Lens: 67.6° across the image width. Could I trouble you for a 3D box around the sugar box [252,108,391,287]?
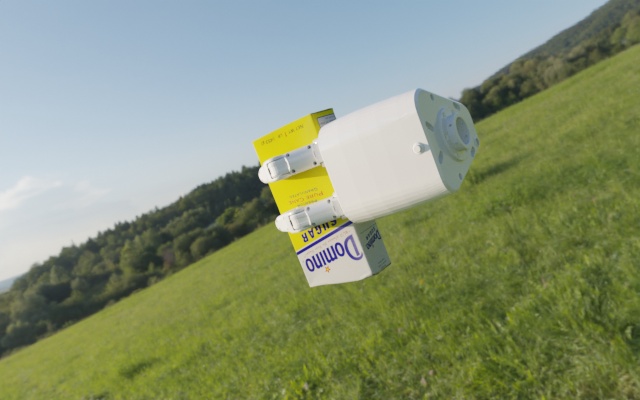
[{"bbox_3d":[0.000,0.002,0.511,0.093,0.176,0.048,-18,4,40],"label":"sugar box"}]
